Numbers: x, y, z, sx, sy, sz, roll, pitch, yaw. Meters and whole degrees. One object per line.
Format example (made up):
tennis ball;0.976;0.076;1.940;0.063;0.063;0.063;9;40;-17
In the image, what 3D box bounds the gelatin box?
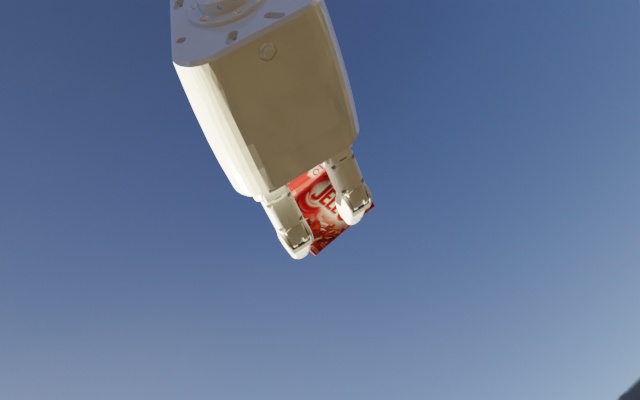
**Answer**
gelatin box;0.000;0.001;0.416;0.030;0.073;0.089;50;0;36
